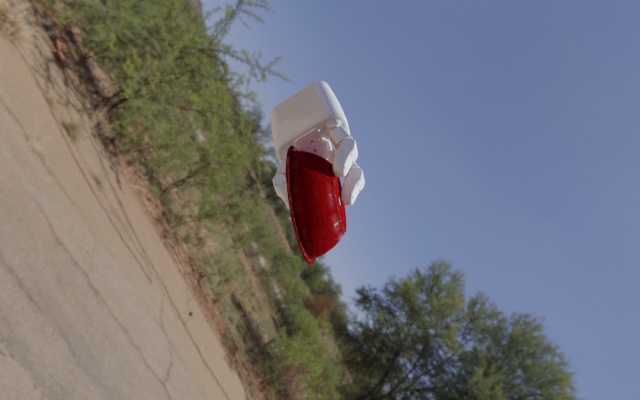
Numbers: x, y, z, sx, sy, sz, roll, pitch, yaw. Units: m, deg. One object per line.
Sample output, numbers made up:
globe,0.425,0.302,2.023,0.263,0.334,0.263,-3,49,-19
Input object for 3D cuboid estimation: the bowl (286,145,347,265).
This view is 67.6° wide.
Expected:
bowl,0.001,0.003,0.640,0.055,0.162,0.162,-9,-1,8
